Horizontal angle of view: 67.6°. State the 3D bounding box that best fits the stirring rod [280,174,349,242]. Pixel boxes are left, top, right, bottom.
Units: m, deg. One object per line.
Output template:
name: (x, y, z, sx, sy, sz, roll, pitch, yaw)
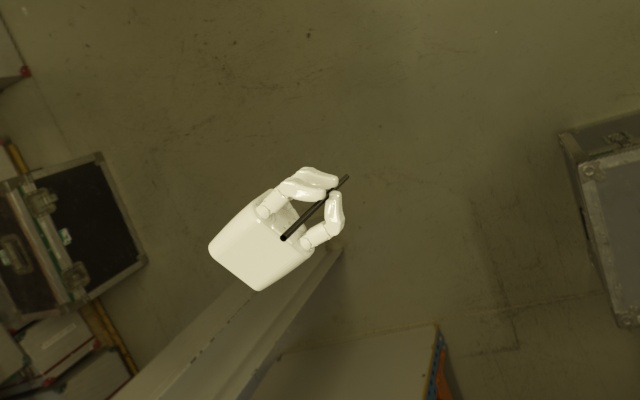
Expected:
stirring rod: (0.000, 0.002, 0.608, 0.011, 0.011, 0.239, 0, 18, 20)
